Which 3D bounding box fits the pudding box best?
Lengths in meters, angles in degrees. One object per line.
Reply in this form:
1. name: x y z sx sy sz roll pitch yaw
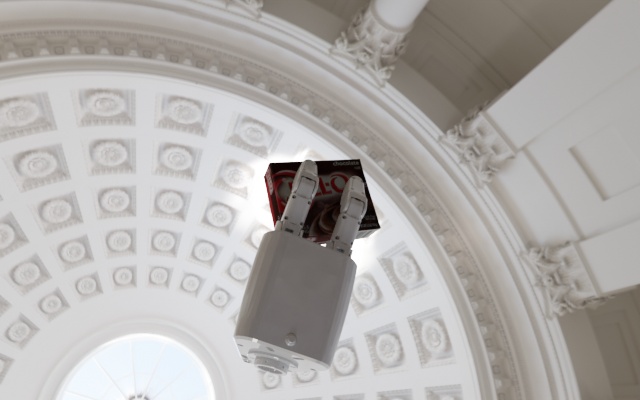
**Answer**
1. pudding box: 0.000 0.002 0.527 0.113 0.090 0.039 -4 -24 -24
